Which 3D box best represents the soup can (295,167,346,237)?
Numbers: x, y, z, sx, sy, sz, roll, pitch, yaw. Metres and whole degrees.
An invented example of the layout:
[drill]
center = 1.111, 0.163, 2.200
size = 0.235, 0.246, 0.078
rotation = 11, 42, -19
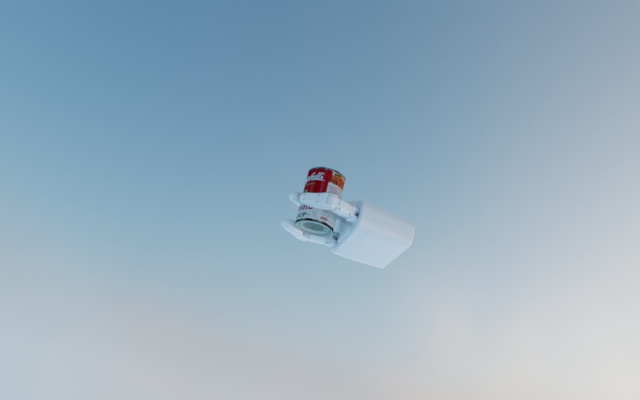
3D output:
[soup can]
center = 0.000, 0.003, 0.820
size = 0.068, 0.102, 0.068
rotation = 12, -24, 5
